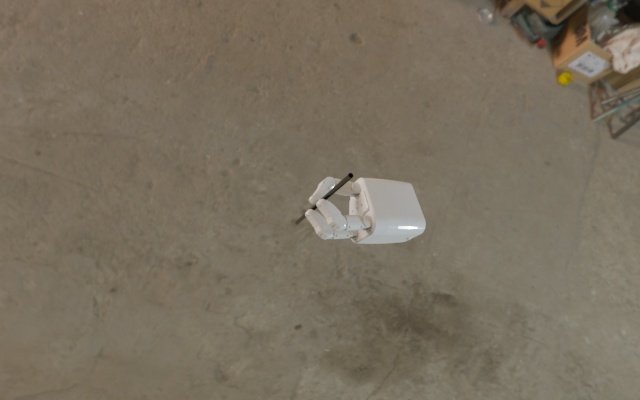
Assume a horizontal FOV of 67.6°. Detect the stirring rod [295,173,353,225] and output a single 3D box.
[{"bbox_3d":[0.000,0.003,0.804,0.011,0.011,0.240,0,-19,-23],"label":"stirring rod"}]
